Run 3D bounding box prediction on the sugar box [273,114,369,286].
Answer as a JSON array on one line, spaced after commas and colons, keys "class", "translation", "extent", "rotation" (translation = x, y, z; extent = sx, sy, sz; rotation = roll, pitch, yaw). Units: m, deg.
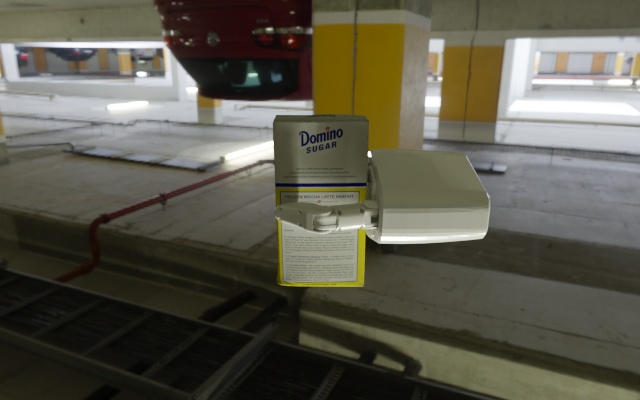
[{"class": "sugar box", "translation": [0.000, 0.002, 0.491], "extent": [0.093, 0.176, 0.048], "rotation": [0, 17, -1]}]
